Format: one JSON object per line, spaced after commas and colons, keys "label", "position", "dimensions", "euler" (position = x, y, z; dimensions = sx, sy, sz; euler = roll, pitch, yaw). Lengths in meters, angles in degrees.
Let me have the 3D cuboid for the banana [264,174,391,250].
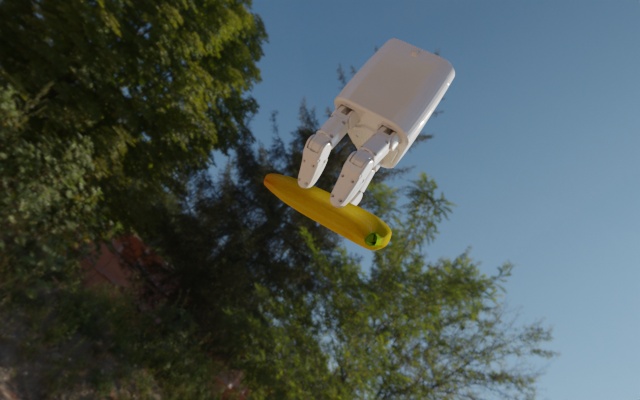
{"label": "banana", "position": [0.013, 0.011, 0.526], "dimensions": [0.197, 0.037, 0.070], "euler": [26, -9, 47]}
